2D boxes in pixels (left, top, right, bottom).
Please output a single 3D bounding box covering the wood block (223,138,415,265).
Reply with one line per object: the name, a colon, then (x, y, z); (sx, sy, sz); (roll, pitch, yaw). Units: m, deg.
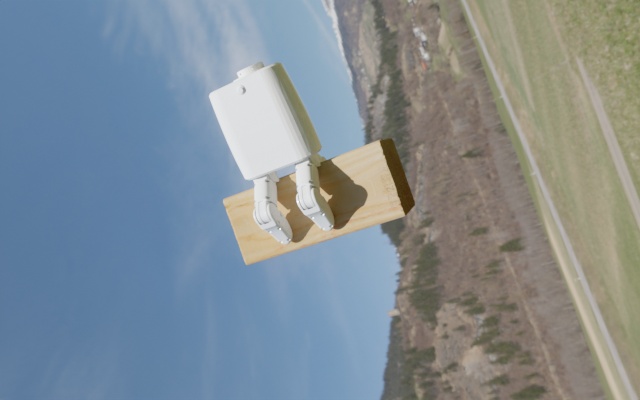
wood block: (0.000, 0.002, 0.589); (0.206, 0.090, 0.091); (-19, 2, 20)
